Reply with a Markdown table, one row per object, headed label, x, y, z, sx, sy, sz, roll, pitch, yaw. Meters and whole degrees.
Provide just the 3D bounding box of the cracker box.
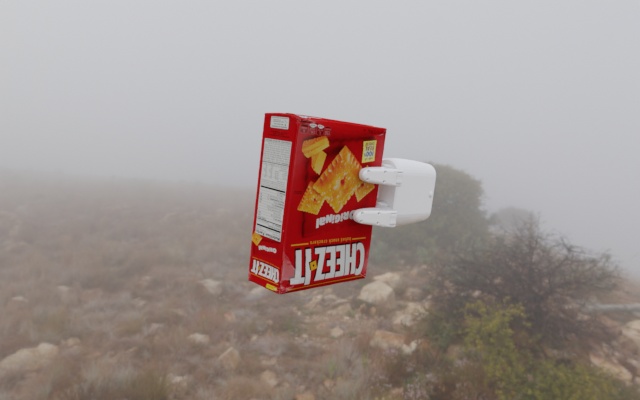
| label | x | y | z | sx | sy | sz | roll | pitch | yaw |
| --- | --- | --- | --- | --- | --- | --- | --- | --- | --- |
| cracker box | 0.000 | 0.002 | 0.621 | 0.164 | 0.214 | 0.072 | -1 | 11 | -44 |
